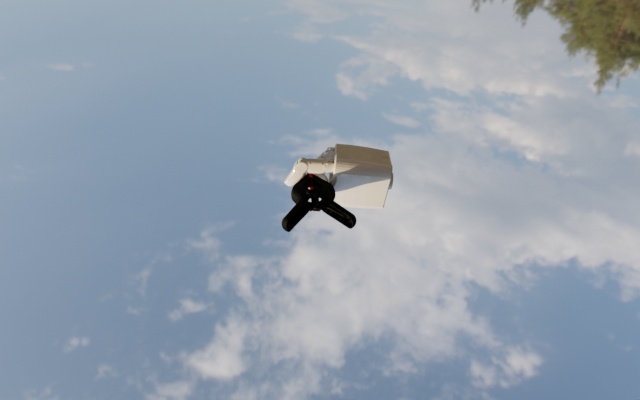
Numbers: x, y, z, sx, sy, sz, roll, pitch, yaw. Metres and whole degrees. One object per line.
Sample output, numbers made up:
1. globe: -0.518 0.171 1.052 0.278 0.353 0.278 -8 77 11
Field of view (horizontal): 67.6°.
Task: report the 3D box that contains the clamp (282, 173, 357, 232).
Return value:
1. clamp: 0.000 0.003 0.828 0.120 0.039 0.171 7 32 -2
